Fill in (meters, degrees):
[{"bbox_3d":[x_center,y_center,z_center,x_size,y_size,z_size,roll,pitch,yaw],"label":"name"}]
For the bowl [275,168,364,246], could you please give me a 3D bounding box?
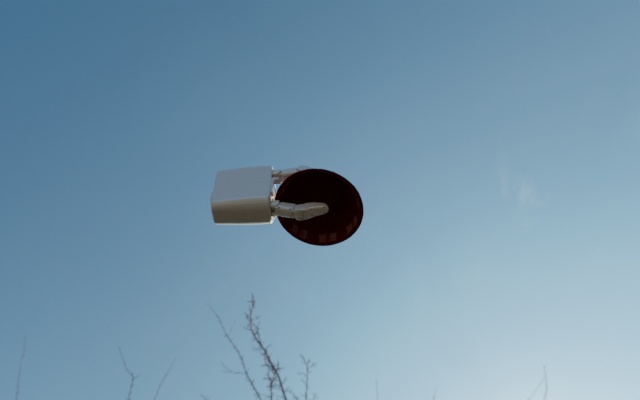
[{"bbox_3d":[0.002,0.003,0.875,0.162,0.162,0.055,0,30,10],"label":"bowl"}]
